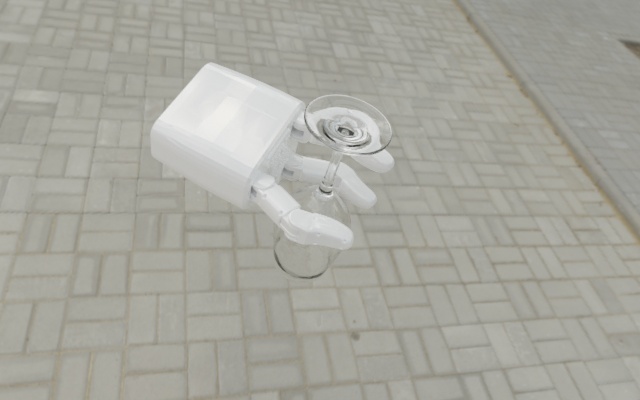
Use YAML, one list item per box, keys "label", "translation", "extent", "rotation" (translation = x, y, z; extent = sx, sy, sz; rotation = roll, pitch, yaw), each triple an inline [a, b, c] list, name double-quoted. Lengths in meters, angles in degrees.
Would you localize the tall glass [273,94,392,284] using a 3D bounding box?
- label: "tall glass"
  translation: [0.000, 0.001, 0.459]
  extent: [0.079, 0.079, 0.201]
  rotation: [0, -41, -17]
